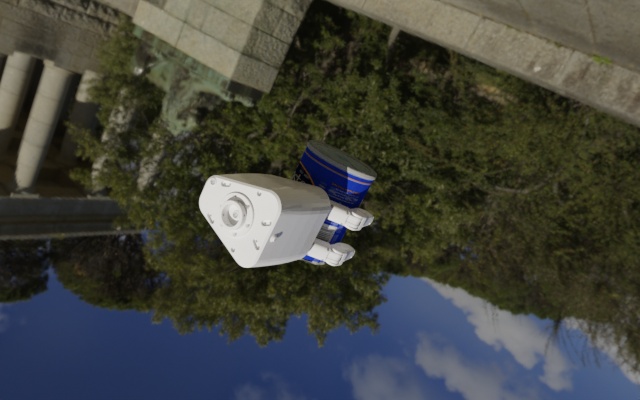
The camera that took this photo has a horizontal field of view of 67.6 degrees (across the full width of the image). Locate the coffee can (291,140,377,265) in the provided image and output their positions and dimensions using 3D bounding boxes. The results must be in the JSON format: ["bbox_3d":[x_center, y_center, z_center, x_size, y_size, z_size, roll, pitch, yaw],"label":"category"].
[{"bbox_3d":[0.000,0.002,0.656,0.103,0.140,0.102,25,15,-7],"label":"coffee can"}]
